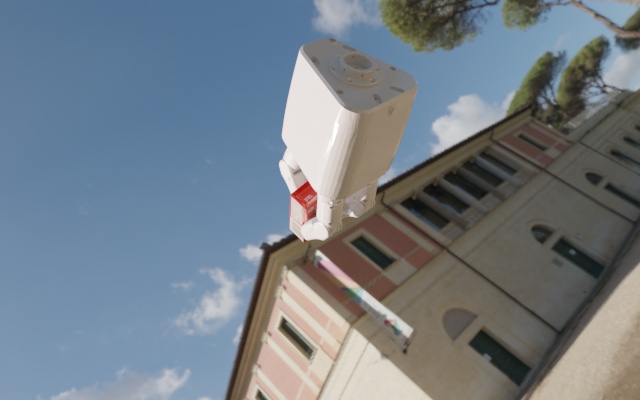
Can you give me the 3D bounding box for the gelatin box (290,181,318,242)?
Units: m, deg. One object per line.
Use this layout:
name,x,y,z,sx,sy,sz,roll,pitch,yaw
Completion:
gelatin box,0.000,0.002,0.563,0.073,0.030,0.089,-38,-20,-23
